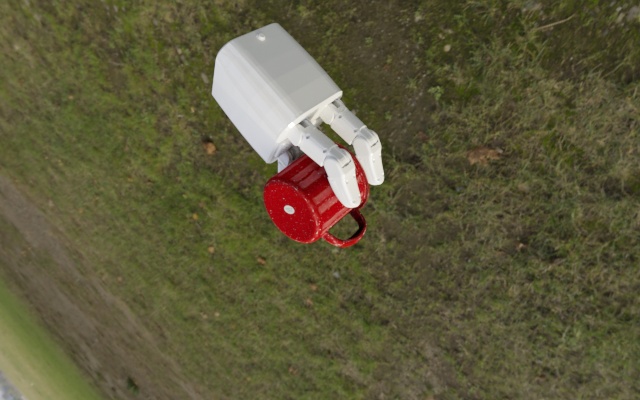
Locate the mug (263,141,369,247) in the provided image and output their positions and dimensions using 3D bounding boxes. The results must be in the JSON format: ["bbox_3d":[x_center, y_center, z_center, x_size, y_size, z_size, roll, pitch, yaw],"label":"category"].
[{"bbox_3d":[0.001,0.003,0.520,0.081,0.117,0.093,-39,-4,-37],"label":"mug"}]
